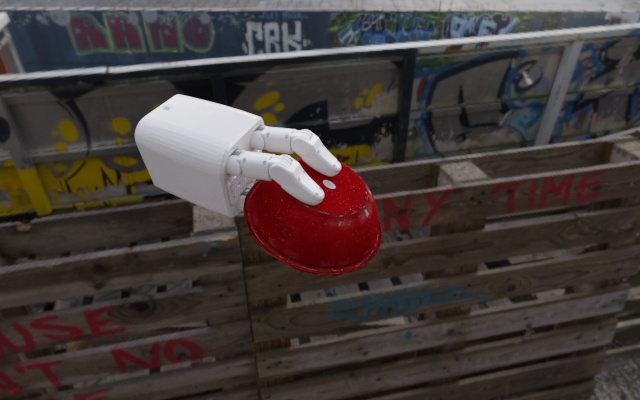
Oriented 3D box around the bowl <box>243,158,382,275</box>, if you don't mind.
[{"bbox_3d":[0.001,0.002,0.524,0.162,0.055,0.162,12,42,-11],"label":"bowl"}]
